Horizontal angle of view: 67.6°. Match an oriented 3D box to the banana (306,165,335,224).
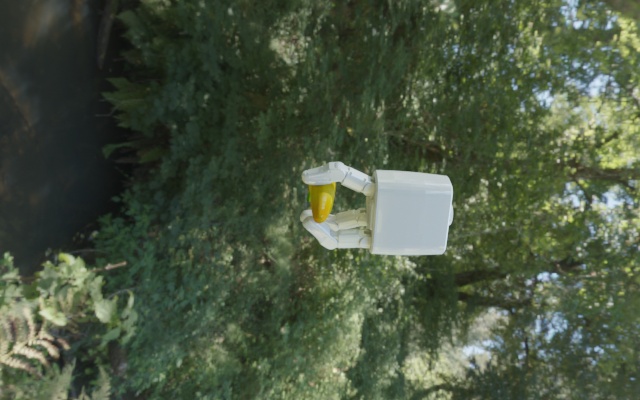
[{"bbox_3d":[0.002,-0.017,0.716,0.037,0.069,0.197,6,8,-4],"label":"banana"}]
